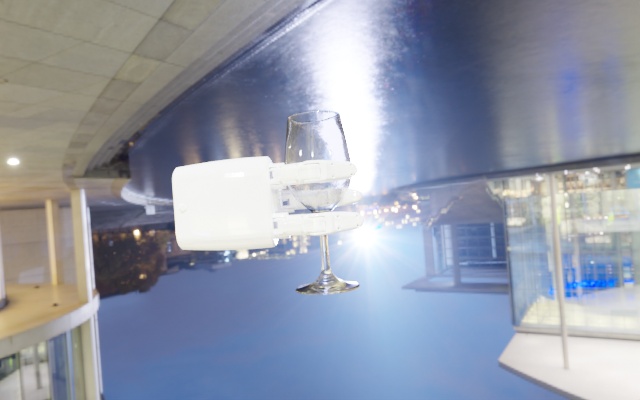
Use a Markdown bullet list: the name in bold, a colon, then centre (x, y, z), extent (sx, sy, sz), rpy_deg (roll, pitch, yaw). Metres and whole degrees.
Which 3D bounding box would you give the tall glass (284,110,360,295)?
- **tall glass**: centre (0.000, 0.002, 0.550), extent (0.079, 0.201, 0.079), rpy_deg (-4, 0, 0)
